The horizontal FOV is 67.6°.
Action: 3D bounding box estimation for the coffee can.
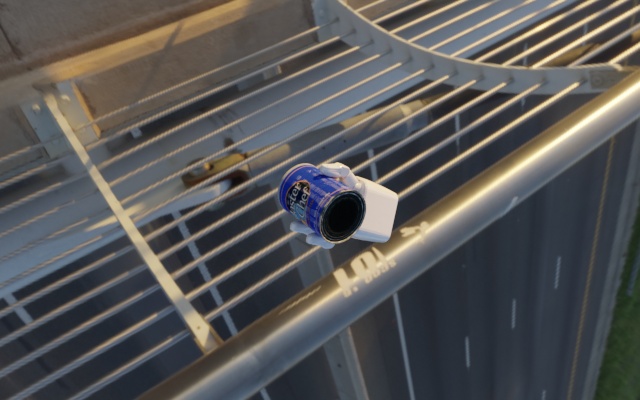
[{"bbox_3d":[0.000,0.003,0.875,0.103,0.103,0.140,0,22,-38],"label":"coffee can"}]
